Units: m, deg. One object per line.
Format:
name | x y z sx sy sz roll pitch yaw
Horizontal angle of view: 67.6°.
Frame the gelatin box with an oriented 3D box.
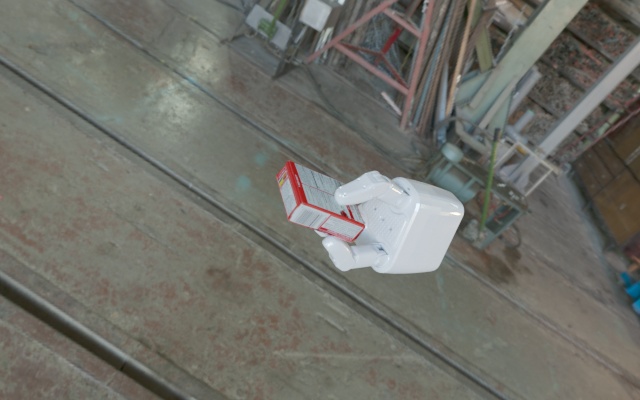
gelatin box | 0.000 0.001 0.521 0.089 0.030 0.073 21 32 -32
